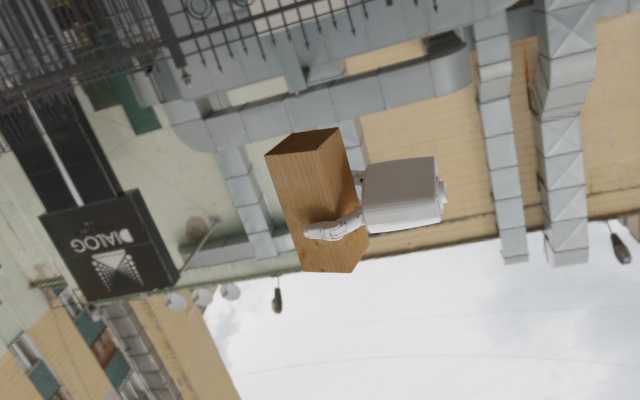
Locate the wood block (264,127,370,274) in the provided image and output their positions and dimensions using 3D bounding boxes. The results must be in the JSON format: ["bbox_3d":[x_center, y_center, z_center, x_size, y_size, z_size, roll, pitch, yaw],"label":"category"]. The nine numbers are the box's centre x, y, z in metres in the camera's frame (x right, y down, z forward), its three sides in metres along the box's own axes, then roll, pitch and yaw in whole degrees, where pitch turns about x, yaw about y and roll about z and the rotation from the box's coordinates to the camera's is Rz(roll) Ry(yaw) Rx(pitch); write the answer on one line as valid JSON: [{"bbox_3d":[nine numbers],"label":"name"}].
[{"bbox_3d":[0.000,0.003,0.740,0.090,0.206,0.090,-3,27,30],"label":"wood block"}]
